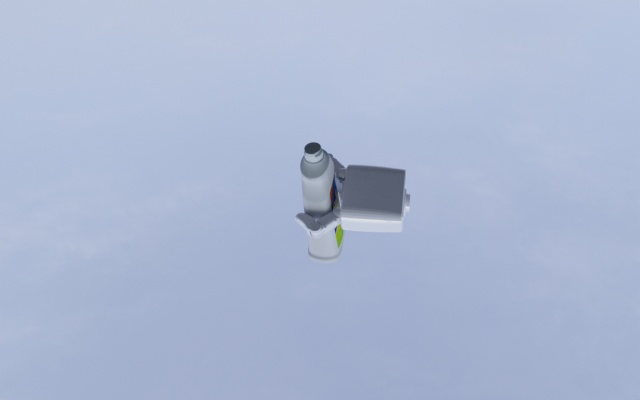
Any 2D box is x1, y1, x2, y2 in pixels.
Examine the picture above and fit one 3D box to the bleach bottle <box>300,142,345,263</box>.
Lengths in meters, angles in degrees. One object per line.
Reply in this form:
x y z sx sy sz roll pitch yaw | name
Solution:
0.000 0.003 0.859 0.068 0.102 0.251 4 -39 12 | bleach bottle
